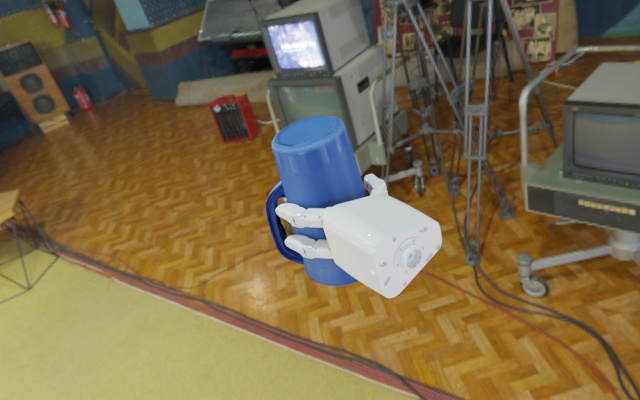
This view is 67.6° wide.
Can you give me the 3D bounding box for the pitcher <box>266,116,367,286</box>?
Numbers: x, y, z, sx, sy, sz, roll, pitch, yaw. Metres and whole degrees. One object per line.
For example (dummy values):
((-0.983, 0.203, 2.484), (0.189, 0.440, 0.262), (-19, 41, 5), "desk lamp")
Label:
((0.000, 0.002, 0.730), (0.149, 0.243, 0.145), (-29, 33, -20), "pitcher")
